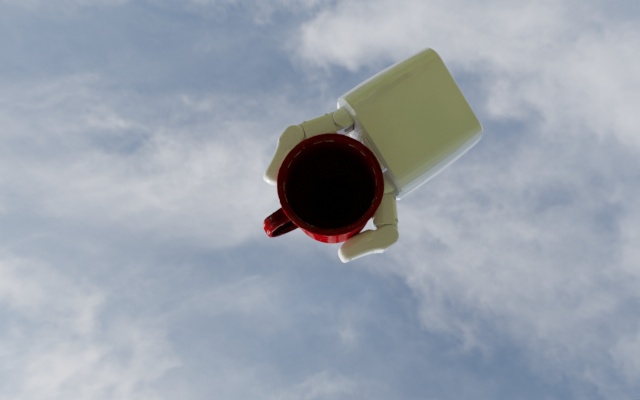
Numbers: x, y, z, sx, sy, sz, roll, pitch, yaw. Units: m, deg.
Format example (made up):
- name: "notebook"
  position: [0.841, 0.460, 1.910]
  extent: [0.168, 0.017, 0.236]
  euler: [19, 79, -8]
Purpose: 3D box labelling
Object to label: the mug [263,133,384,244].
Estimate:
- name: "mug"
  position: [-0.001, 0.002, 0.449]
  extent: [0.117, 0.093, 0.081]
  euler: [-33, -13, -6]
